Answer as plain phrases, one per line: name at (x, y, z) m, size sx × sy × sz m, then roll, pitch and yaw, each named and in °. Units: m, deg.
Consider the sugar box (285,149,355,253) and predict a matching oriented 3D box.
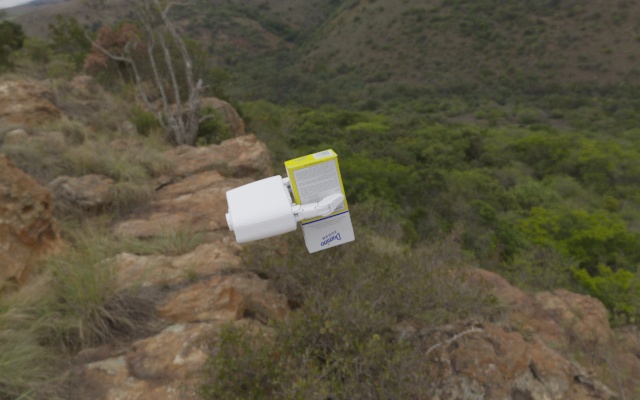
sugar box at (0.000, 0.003, 0.885) m, size 0.093 × 0.176 × 0.048 m, roll -15°, pitch 26°, yaw -7°
